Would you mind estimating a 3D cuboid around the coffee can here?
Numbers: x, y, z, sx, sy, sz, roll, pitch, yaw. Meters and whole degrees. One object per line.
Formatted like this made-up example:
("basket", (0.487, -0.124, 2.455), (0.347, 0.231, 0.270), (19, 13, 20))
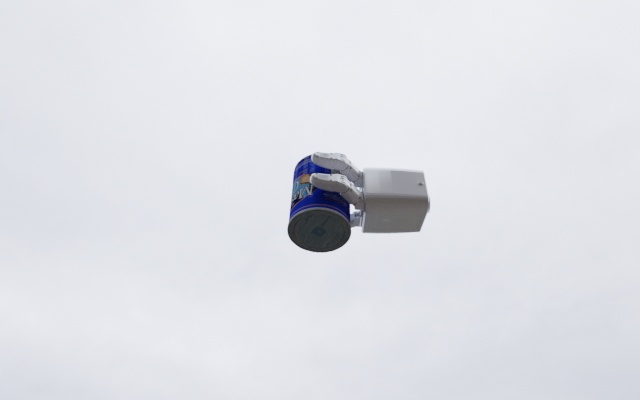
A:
("coffee can", (0.000, 0.003, 0.811), (0.103, 0.103, 0.140), (1, 45, 1))
